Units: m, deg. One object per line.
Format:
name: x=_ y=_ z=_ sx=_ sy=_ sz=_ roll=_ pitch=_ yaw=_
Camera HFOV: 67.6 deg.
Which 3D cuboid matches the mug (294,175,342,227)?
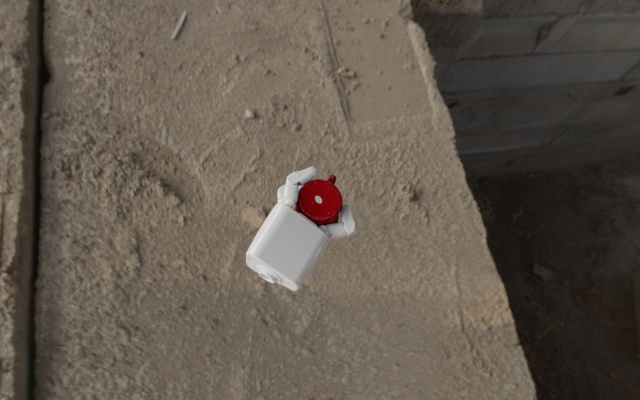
mug: x=0.001 y=0.002 z=0.879 sx=0.093 sy=0.117 sz=0.081 roll=30 pitch=-23 yaw=4
